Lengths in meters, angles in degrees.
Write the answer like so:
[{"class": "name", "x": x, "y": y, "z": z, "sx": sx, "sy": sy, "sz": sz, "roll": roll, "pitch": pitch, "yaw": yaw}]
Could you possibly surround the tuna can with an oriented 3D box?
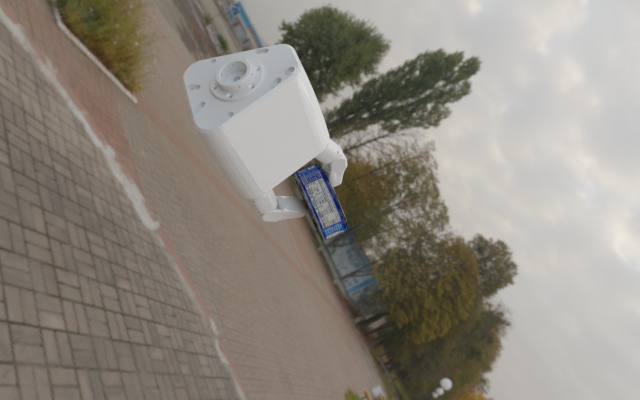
[{"class": "tuna can", "x": 0.001, "y": 0.002, "z": 0.554, "sx": 0.034, "sy": 0.086, "sz": 0.086, "roll": -24, "pitch": 1, "yaw": -3}]
